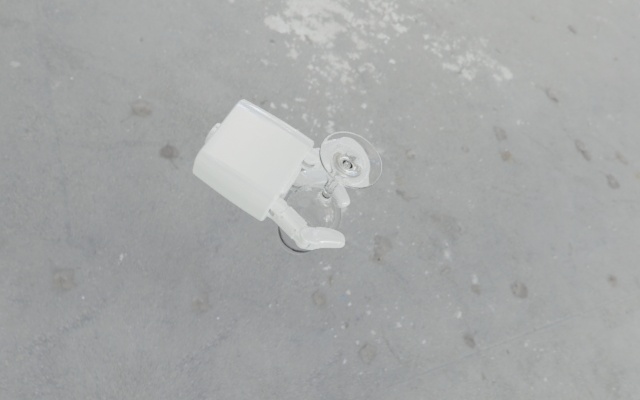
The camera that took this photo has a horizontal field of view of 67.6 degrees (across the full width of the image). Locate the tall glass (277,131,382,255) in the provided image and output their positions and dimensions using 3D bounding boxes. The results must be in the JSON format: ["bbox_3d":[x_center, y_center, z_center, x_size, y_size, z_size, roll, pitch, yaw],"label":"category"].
[{"bbox_3d":[0.000,0.002,0.600,0.079,0.079,0.201,0,-29,-22],"label":"tall glass"}]
